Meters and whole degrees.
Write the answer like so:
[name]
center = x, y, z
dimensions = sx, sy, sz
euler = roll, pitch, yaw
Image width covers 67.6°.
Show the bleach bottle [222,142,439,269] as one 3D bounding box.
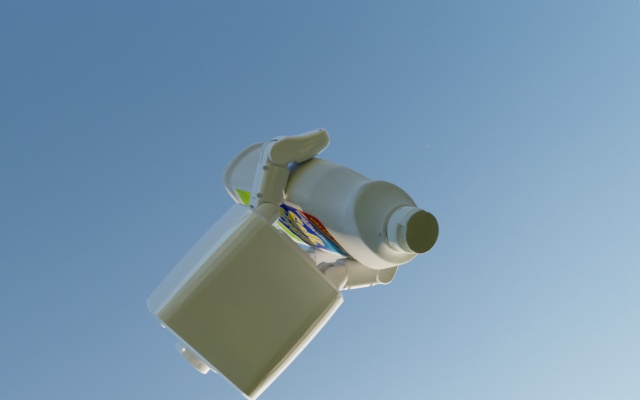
[bleach bottle]
center = 0.000, 0.001, 0.411
dimensions = 0.068, 0.103, 0.251
euler = -46, 25, -17
